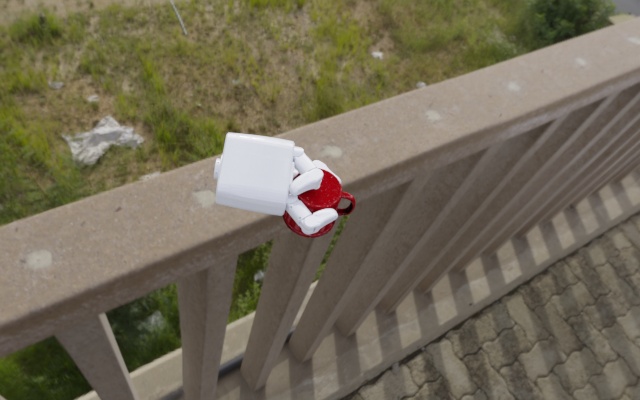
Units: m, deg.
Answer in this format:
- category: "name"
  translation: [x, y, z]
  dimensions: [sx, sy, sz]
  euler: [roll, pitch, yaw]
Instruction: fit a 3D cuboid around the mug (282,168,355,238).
- category: "mug"
  translation: [0.002, 0.003, 0.782]
  dimensions: [0.117, 0.093, 0.082]
  euler: [8, -36, -9]
